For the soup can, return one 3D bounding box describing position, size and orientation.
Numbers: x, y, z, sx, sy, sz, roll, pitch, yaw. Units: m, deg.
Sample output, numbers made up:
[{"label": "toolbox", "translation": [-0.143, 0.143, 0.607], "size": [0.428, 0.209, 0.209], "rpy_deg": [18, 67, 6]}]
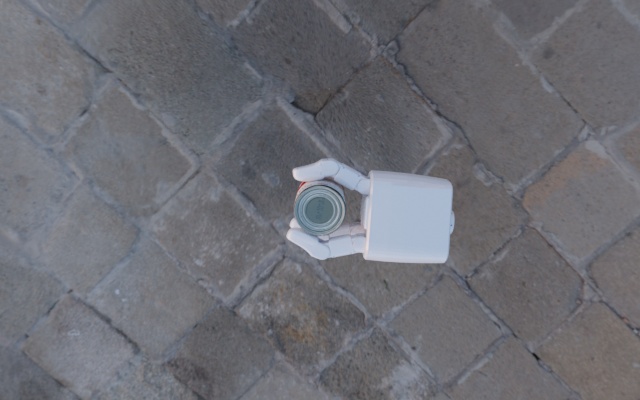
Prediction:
[{"label": "soup can", "translation": [0.000, 0.002, 0.643], "size": [0.068, 0.068, 0.102], "rpy_deg": [0, 13, 1]}]
